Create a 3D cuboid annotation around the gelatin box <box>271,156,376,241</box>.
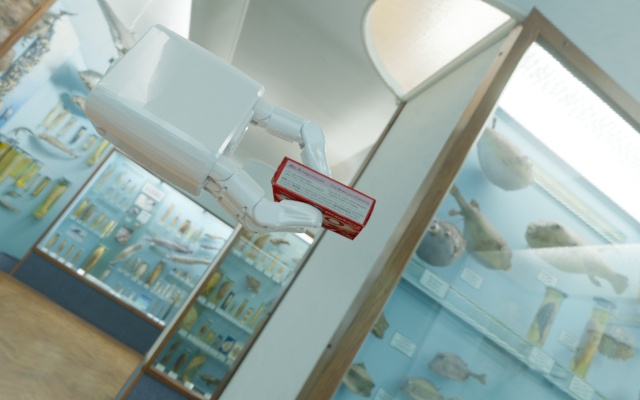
[{"bbox_3d":[0.001,0.001,0.433,0.089,0.030,0.073,25,-14,2],"label":"gelatin box"}]
